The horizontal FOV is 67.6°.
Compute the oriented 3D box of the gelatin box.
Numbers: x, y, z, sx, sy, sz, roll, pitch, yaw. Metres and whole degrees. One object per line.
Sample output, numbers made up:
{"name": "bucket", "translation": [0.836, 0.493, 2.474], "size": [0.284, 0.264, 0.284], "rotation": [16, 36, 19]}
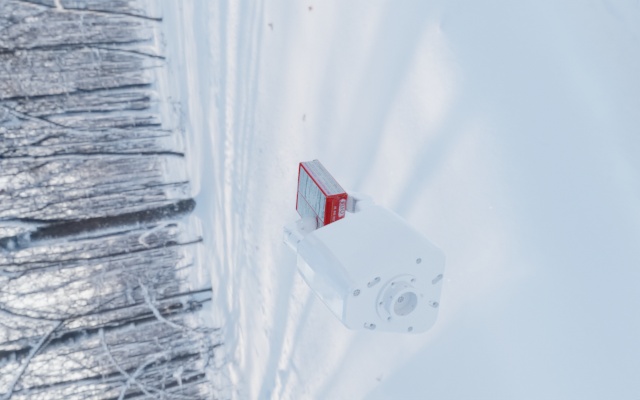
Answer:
{"name": "gelatin box", "translation": [0.000, 0.002, 0.593], "size": [0.030, 0.073, 0.089], "rotation": [-11, 36, -23]}
